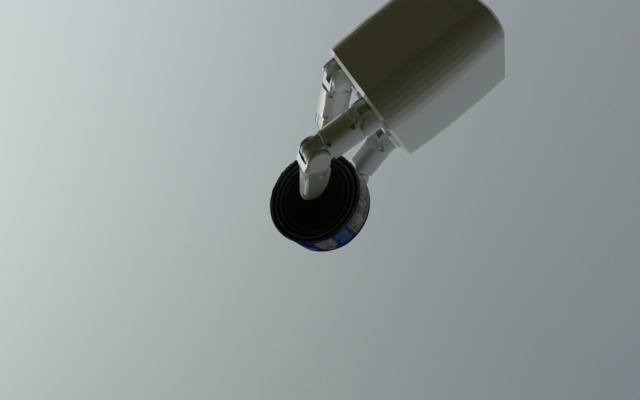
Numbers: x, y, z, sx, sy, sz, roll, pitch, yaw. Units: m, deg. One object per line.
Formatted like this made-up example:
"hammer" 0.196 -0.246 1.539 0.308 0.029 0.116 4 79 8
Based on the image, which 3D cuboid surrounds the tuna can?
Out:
"tuna can" 0.000 0.002 0.425 0.086 0.086 0.034 0 -21 28
